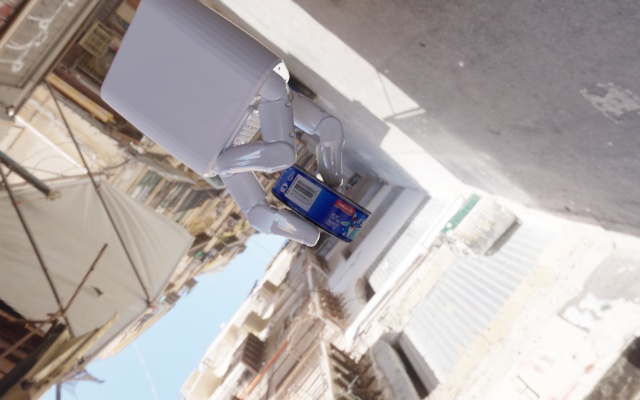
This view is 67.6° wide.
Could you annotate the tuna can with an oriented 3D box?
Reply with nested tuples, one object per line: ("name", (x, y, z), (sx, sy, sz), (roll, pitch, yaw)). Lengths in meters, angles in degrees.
("tuna can", (0.000, 0.002, 0.418), (0.086, 0.034, 0.086), (33, 2, -1))
